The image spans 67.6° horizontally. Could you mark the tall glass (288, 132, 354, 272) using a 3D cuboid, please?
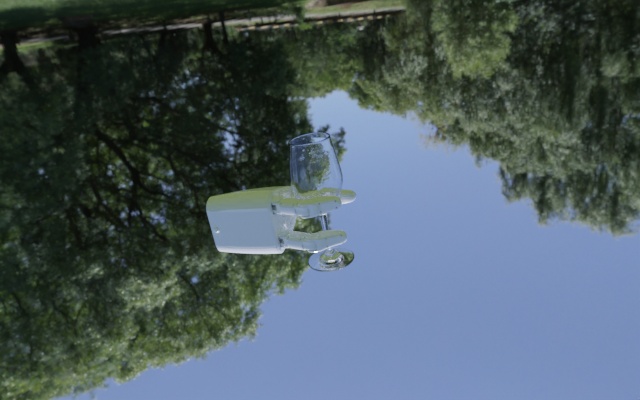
[{"bbox_3d":[0.000,0.003,0.718,0.079,0.201,0.079,-9,22,3],"label":"tall glass"}]
